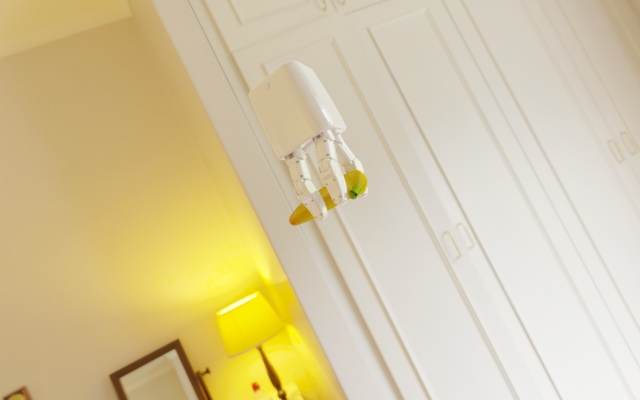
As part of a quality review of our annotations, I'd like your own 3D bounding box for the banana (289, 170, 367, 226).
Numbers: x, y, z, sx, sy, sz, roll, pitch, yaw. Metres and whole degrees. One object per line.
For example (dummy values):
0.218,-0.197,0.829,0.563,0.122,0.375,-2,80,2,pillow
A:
0.015,-0.006,0.704,0.069,0.037,0.198,-30,0,-31,banana
